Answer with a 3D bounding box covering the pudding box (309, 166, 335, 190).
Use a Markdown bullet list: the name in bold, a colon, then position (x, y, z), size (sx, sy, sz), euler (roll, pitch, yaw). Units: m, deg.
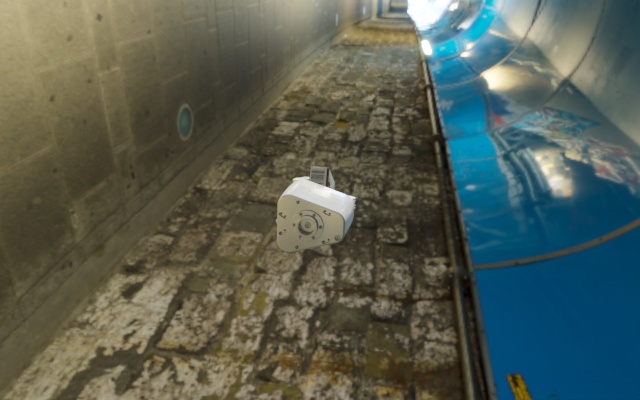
- **pudding box**: position (0.000, 0.003, 0.886), size (0.039, 0.113, 0.090), euler (5, -14, 9)
